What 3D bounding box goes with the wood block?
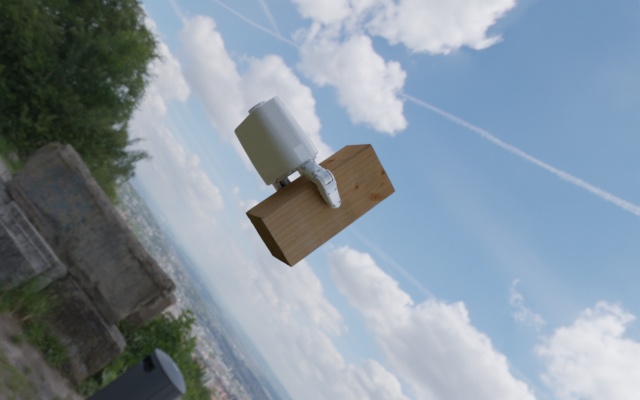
[{"bbox_3d":[0.000,0.002,0.749,0.206,0.090,0.091,-35,17,-17],"label":"wood block"}]
